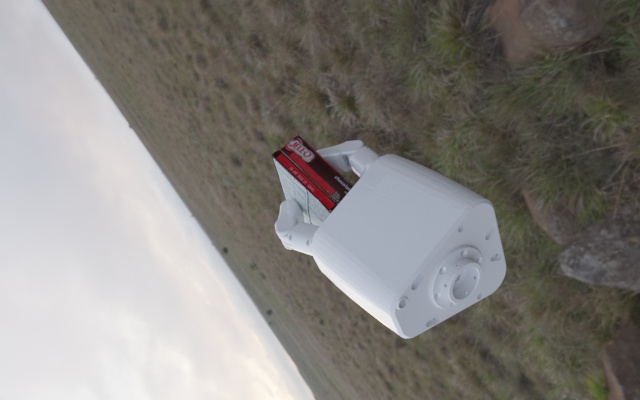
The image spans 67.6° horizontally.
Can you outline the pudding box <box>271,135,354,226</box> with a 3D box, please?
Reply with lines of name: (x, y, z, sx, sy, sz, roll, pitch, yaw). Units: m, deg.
pudding box: (0.000, 0.002, 0.474, 0.039, 0.090, 0.114, -37, -27, -16)
